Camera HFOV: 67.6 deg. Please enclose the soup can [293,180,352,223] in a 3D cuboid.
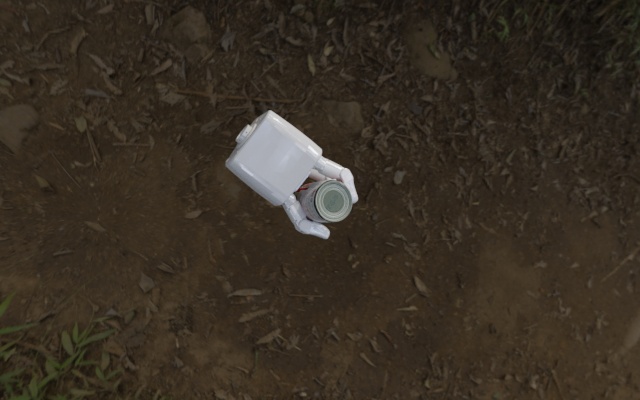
[{"bbox_3d":[0.001,0.003,0.783,0.068,0.068,0.102,0,-2,-25],"label":"soup can"}]
